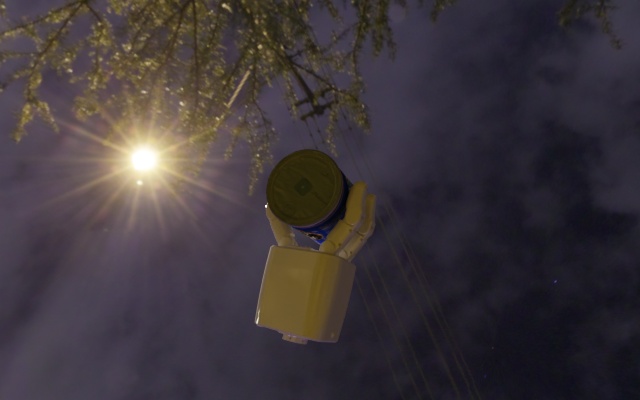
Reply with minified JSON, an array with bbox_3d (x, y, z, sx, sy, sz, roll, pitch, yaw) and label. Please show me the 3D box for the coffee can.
[{"bbox_3d":[0.000,0.002,0.663,0.103,0.102,0.140,0,-16,20],"label":"coffee can"}]
